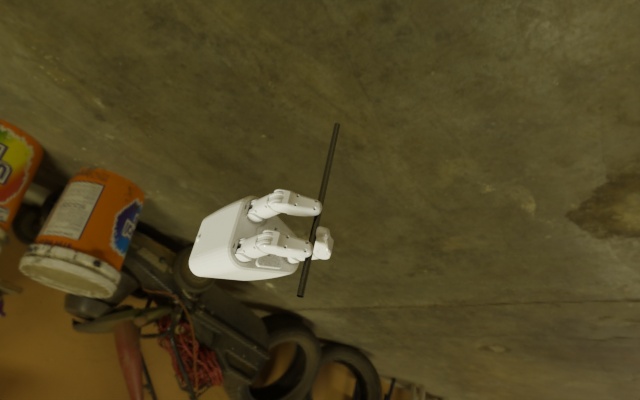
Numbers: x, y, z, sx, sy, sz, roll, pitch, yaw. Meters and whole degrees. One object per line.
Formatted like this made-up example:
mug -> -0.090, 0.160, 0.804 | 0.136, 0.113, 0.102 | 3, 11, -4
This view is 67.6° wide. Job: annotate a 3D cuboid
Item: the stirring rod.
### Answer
stirring rod -> 0.000, 0.002, 0.580 | 0.011, 0.239, 0.011 | 9, -29, 5
